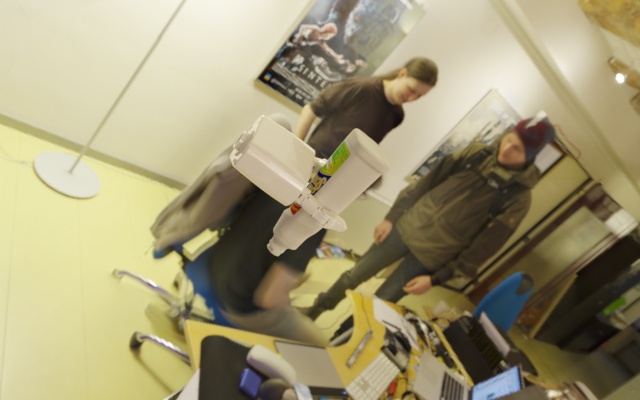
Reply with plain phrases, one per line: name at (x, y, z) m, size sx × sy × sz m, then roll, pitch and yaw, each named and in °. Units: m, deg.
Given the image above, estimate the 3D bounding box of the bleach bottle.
bleach bottle at (0.000, 0.002, 0.780) m, size 0.068 × 0.251 × 0.102 m, roll 35°, pitch 20°, yaw -21°
